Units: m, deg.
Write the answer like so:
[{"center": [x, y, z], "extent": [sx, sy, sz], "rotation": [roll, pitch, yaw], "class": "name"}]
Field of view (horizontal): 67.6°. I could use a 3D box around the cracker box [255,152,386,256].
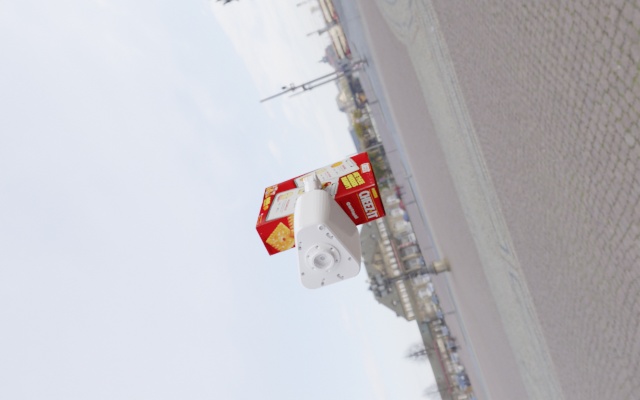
[{"center": [0.000, 0.003, 0.860], "extent": [0.214, 0.072, 0.164], "rotation": [-19, 24, 9], "class": "cracker box"}]
